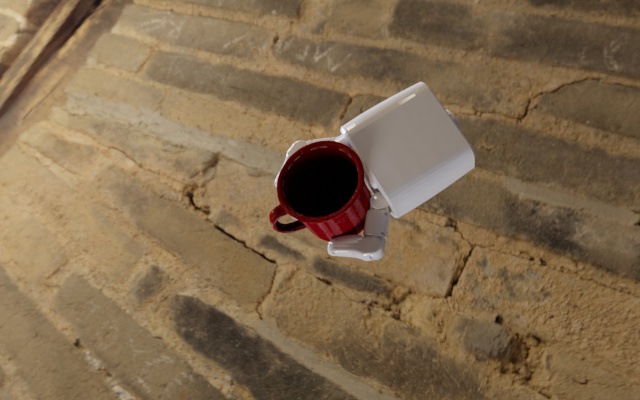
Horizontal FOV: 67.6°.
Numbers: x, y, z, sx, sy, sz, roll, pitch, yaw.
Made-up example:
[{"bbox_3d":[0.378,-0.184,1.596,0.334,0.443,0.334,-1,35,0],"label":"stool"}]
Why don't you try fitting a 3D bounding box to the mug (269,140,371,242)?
[{"bbox_3d":[-0.001,0.003,0.518,0.117,0.093,0.081,-31,-30,2],"label":"mug"}]
